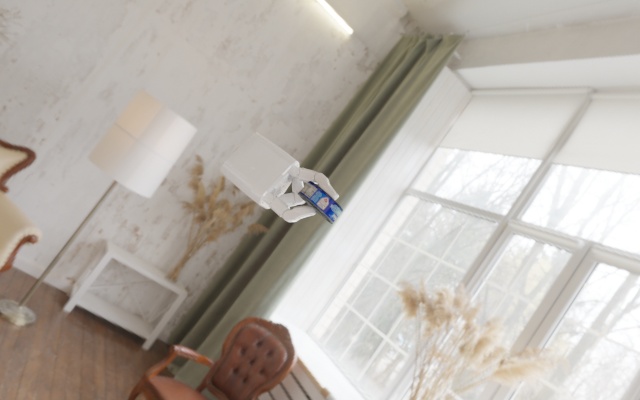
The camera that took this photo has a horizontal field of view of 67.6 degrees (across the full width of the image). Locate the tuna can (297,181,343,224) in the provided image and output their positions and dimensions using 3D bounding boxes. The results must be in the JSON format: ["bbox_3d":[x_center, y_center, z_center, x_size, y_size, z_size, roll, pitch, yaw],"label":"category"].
[{"bbox_3d":[0.001,0.002,0.880,0.086,0.034,0.086,41,-5,4],"label":"tuna can"}]
